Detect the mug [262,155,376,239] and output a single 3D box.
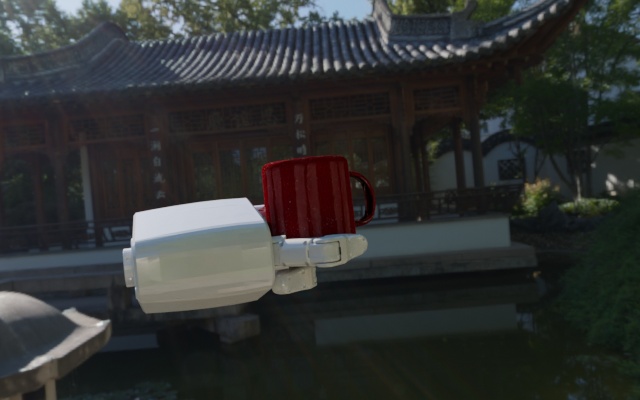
[{"bbox_3d":[0.001,0.001,0.452,0.117,0.081,0.093,-7,1,-22],"label":"mug"}]
